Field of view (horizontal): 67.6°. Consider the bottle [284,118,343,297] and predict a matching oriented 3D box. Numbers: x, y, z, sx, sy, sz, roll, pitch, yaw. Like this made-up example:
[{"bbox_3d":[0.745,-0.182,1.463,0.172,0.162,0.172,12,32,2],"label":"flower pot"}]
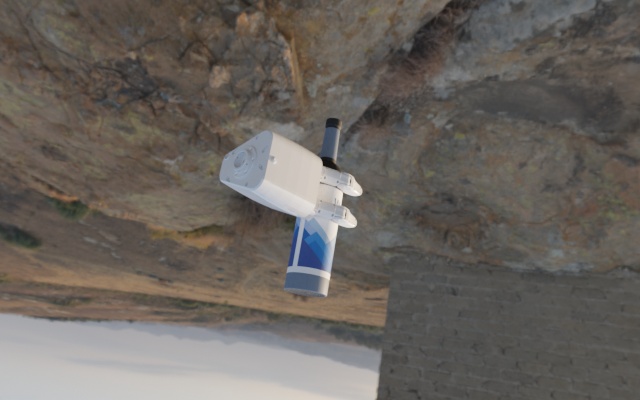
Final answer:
[{"bbox_3d":[0.000,0.003,0.770,0.069,0.295,0.069,9,-18,3],"label":"bottle"}]
